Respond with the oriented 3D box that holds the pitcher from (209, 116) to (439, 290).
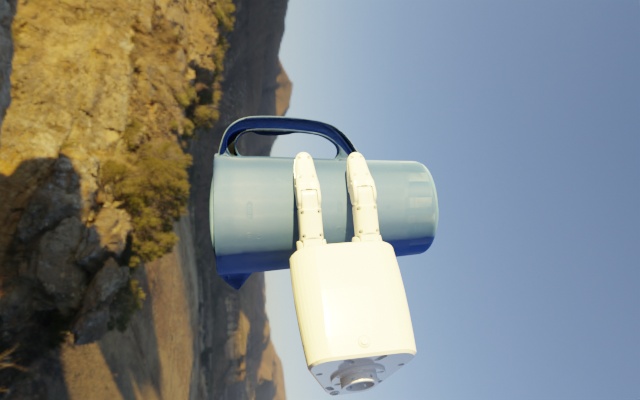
[{"bbox_3d":[0.000,0.002,0.533,0.243,0.145,0.149,-2,-39,-10],"label":"pitcher"}]
